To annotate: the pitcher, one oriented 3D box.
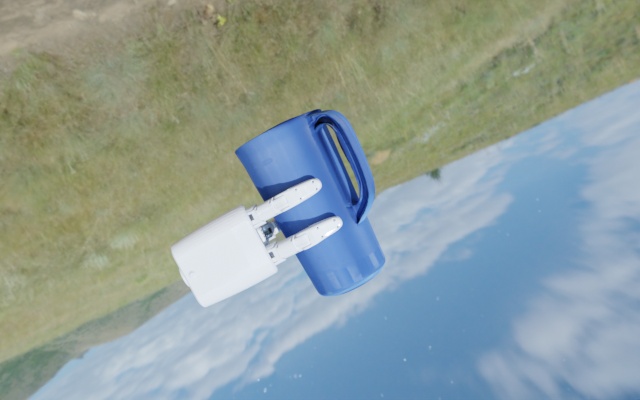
[{"bbox_3d":[0.000,0.002,0.660,0.145,0.243,0.149,-28,4,-6],"label":"pitcher"}]
